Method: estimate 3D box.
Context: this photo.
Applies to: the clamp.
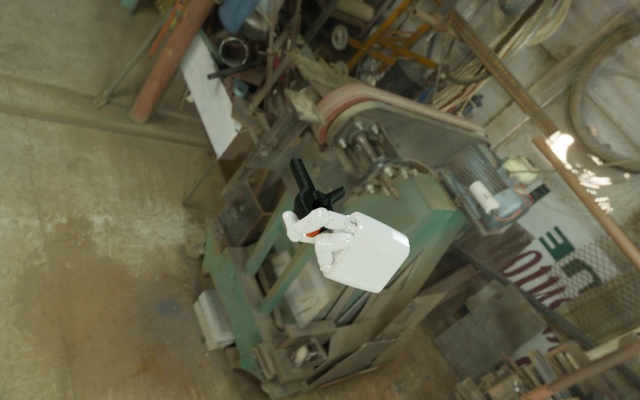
[{"bbox_3d":[0.000,0.002,0.829,0.120,0.171,0.039,21,-50,-23],"label":"clamp"}]
